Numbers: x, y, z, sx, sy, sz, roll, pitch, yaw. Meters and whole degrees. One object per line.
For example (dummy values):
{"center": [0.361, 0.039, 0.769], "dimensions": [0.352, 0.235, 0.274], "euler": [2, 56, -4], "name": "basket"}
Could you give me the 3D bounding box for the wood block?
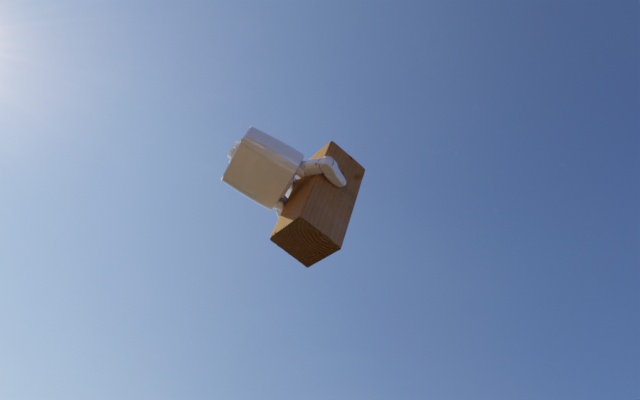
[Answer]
{"center": [0.000, 0.002, 0.844], "dimensions": [0.090, 0.206, 0.091], "euler": [39, -47, -17], "name": "wood block"}
